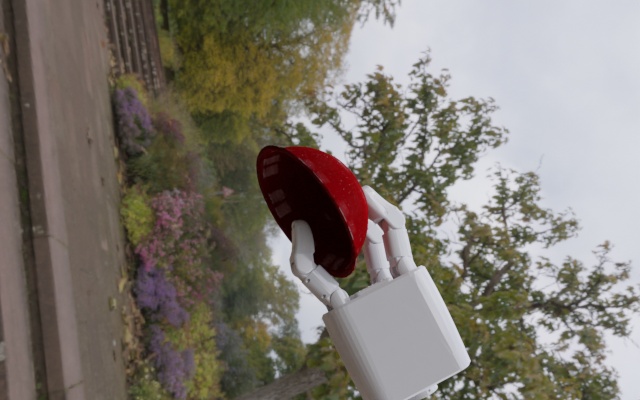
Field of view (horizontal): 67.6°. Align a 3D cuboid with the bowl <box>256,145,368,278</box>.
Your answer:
[{"bbox_3d":[0.000,0.000,0.514,0.055,0.162,0.162,-35,16,-25],"label":"bowl"}]
